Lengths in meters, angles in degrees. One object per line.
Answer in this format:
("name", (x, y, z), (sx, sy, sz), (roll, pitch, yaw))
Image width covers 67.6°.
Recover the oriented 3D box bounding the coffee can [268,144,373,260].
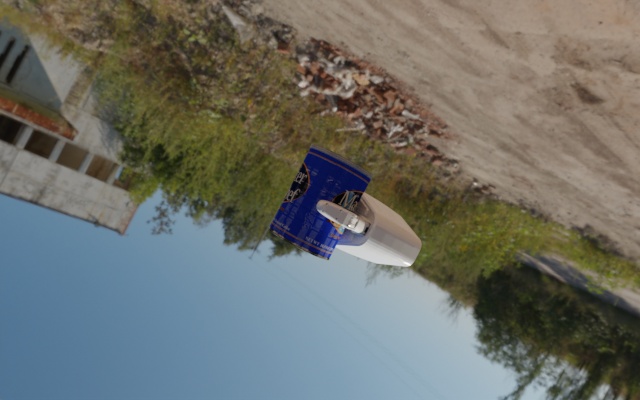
("coffee can", (0.000, 0.002, 0.705), (0.103, 0.140, 0.103), (28, 0, 0))
